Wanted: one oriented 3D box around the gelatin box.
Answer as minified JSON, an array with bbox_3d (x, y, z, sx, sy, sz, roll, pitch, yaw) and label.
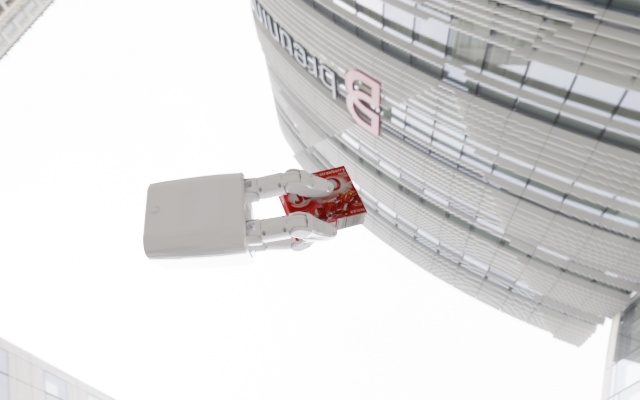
[{"bbox_3d":[0.000,0.002,0.566,0.089,0.073,0.030,-13,-33,-16],"label":"gelatin box"}]
